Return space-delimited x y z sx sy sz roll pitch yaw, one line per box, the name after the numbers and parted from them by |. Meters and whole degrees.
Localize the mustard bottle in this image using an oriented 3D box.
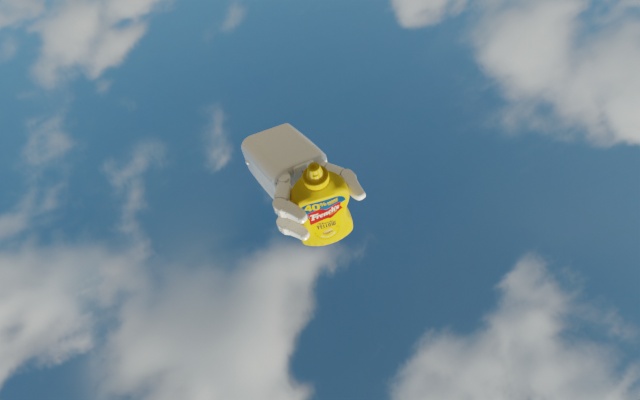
0.000 0.003 0.783 0.096 0.058 0.192 -15 -35 -3 | mustard bottle
